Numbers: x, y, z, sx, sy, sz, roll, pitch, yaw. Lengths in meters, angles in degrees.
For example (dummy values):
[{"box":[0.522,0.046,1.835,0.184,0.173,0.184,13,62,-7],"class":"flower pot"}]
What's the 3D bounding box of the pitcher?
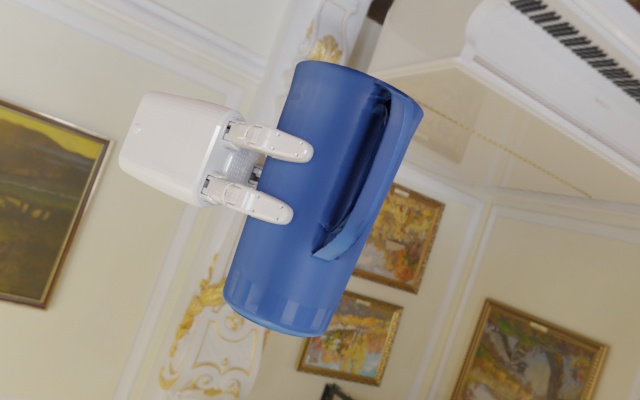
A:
[{"box":[0.000,0.001,0.455,0.145,0.243,0.149,20,-1,21],"class":"pitcher"}]
